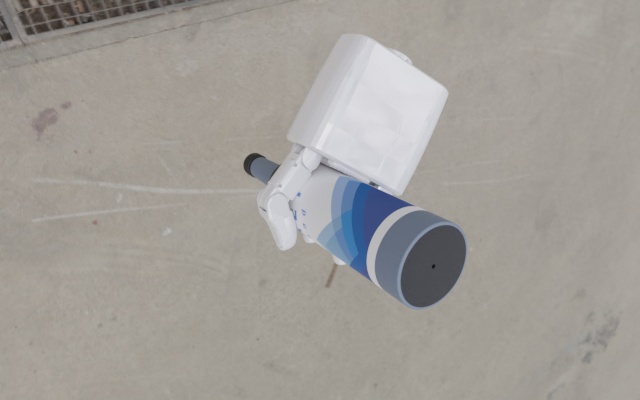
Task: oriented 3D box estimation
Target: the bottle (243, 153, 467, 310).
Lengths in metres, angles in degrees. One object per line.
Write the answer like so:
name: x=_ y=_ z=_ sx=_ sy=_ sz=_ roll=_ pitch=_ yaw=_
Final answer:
bottle: x=0.000 y=0.002 z=0.445 sx=0.069 sy=0.069 sz=0.295 roll=0 pitch=18 yaw=-34
